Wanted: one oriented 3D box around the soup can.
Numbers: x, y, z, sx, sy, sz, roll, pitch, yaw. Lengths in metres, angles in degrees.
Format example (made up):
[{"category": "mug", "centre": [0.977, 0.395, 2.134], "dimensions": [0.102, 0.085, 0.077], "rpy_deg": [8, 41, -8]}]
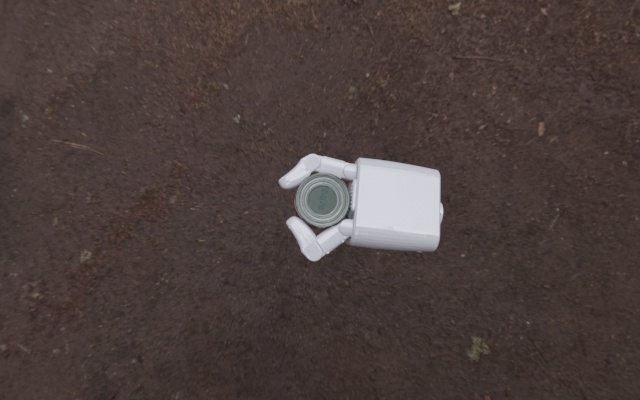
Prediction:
[{"category": "soup can", "centre": [0.000, 0.002, 0.613], "dimensions": [0.068, 0.068, 0.102], "rpy_deg": [0, -3, -3]}]
